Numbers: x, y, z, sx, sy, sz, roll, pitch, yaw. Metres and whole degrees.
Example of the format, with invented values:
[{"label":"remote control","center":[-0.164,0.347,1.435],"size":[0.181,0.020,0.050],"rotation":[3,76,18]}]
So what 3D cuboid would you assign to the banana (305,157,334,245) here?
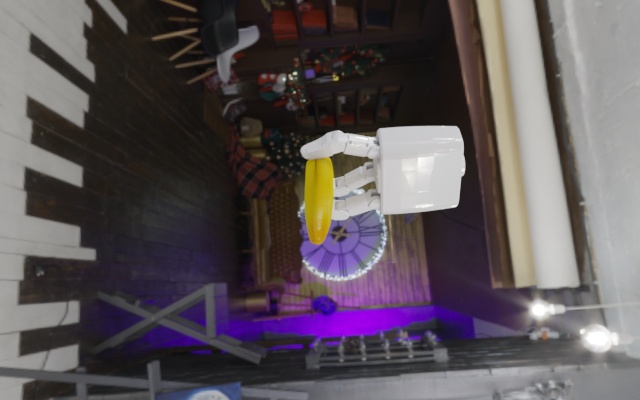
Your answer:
[{"label":"banana","center":[-0.001,-0.016,0.620],"size":[0.037,0.070,0.197],"rotation":[-3,23,1]}]
